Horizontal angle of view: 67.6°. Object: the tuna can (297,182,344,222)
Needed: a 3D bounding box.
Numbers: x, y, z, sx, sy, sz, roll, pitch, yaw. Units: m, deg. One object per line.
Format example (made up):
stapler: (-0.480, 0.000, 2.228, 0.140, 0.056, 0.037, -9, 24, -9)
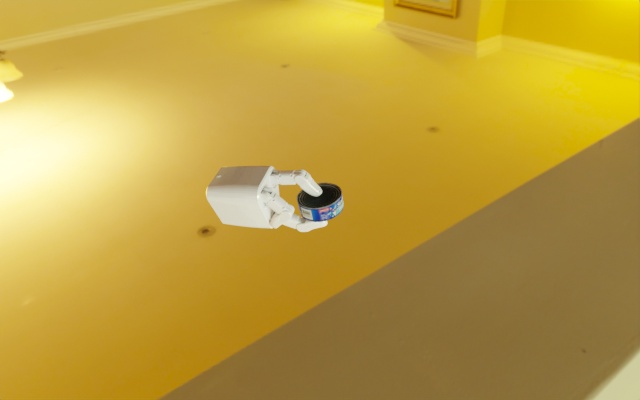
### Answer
tuna can: (0.000, 0.003, 0.898, 0.086, 0.034, 0.086, -8, 33, 5)
